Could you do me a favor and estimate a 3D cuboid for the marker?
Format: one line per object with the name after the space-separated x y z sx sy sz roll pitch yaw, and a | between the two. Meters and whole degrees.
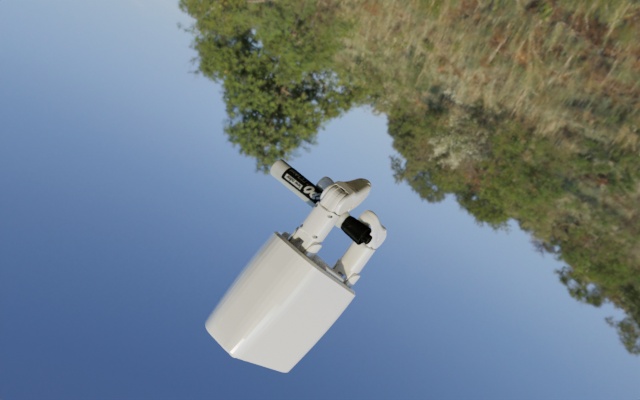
0.000 0.001 0.445 0.121 0.020 0.020 39 18 24 | marker
